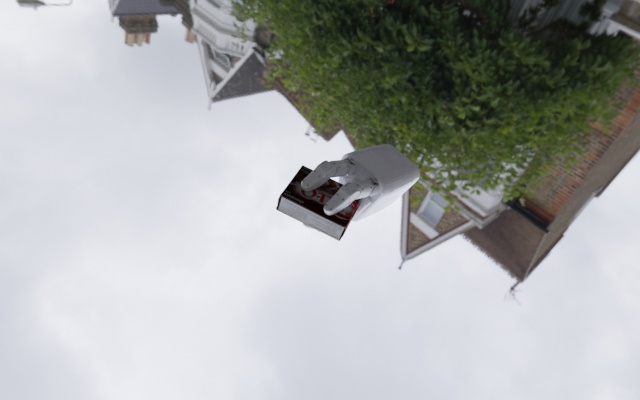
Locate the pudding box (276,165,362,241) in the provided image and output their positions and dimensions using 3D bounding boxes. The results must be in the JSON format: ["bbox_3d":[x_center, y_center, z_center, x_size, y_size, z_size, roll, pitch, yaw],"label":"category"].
[{"bbox_3d":[0.000,0.003,0.746,0.113,0.039,0.090,24,40,6],"label":"pudding box"}]
